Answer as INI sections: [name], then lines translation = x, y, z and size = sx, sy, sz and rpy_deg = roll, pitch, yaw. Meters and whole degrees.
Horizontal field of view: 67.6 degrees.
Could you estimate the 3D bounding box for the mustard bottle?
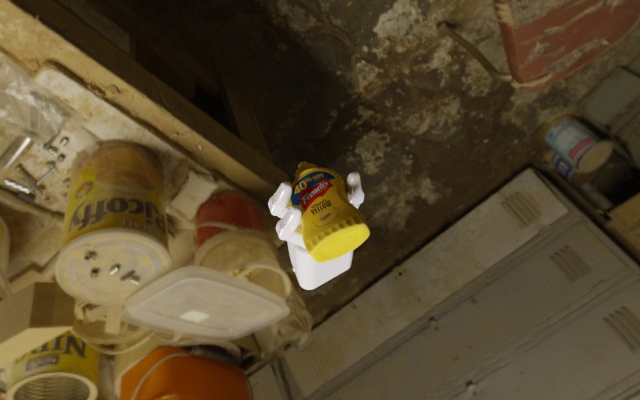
[mustard bottle]
translation = 0.000, 0.002, 0.755
size = 0.096, 0.191, 0.058
rpy_deg = -30, -44, 5
